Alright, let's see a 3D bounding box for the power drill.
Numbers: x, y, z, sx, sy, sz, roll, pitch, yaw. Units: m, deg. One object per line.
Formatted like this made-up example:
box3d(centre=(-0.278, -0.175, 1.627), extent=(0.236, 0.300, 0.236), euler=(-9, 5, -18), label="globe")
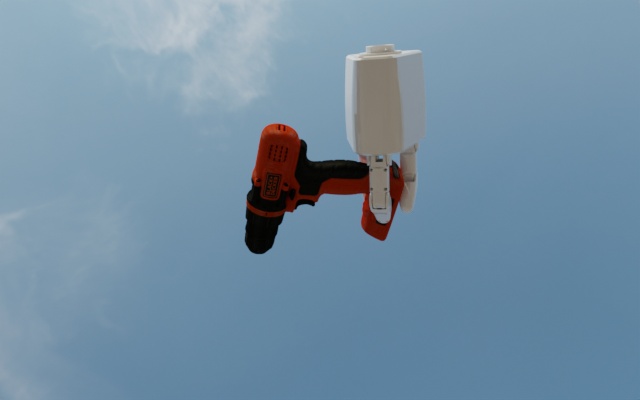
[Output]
box3d(centre=(0.001, 0.002, 0.613), extent=(0.187, 0.184, 0.057), euler=(8, 32, -11), label="power drill")
